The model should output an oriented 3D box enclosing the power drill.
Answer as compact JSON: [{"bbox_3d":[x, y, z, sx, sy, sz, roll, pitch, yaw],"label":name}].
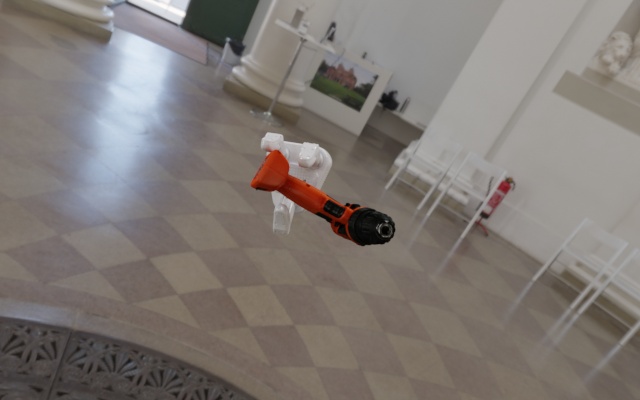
[{"bbox_3d":[0.000,0.002,0.656,0.188,0.057,0.184,32,-9,-12],"label":"power drill"}]
